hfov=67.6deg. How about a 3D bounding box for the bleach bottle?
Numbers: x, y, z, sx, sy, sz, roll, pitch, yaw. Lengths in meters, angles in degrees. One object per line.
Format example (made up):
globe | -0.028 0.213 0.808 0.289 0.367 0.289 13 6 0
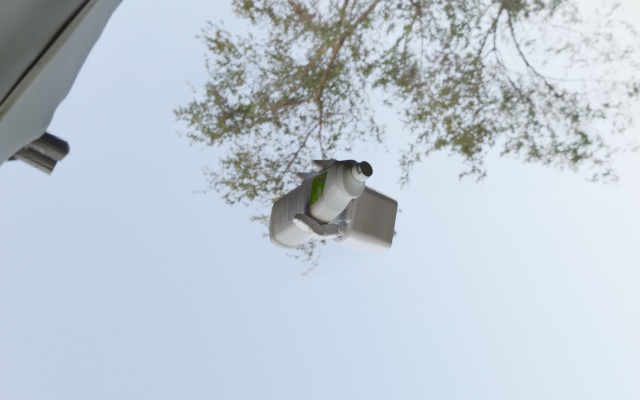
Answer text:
bleach bottle | 0.000 0.003 0.842 0.068 0.102 0.251 19 -32 -31
